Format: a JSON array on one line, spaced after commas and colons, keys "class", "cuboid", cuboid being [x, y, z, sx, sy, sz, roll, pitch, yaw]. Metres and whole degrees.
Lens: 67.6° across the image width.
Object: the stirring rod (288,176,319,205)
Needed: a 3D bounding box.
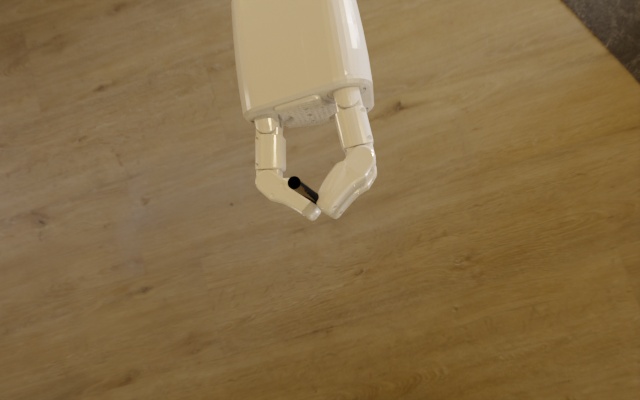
[{"class": "stirring rod", "cuboid": [0.000, 0.001, 0.402, 0.011, 0.011, 0.239, 0, -6, 8]}]
